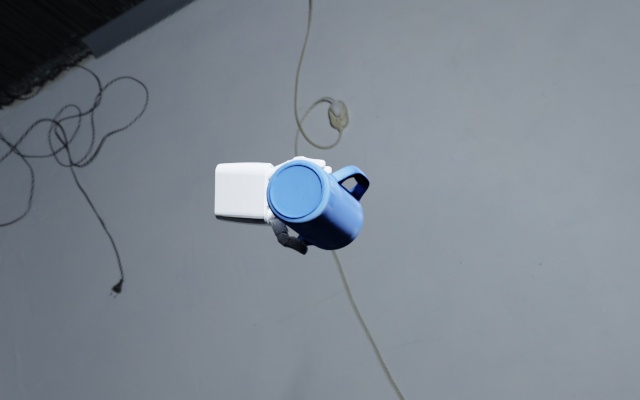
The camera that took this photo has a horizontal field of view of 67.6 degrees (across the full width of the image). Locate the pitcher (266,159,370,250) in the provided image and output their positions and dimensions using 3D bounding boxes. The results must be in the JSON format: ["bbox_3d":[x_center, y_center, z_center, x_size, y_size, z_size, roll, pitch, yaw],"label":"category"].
[{"bbox_3d":[0.000,0.003,0.862,0.145,0.149,0.243,4,-12,15],"label":"pitcher"}]
